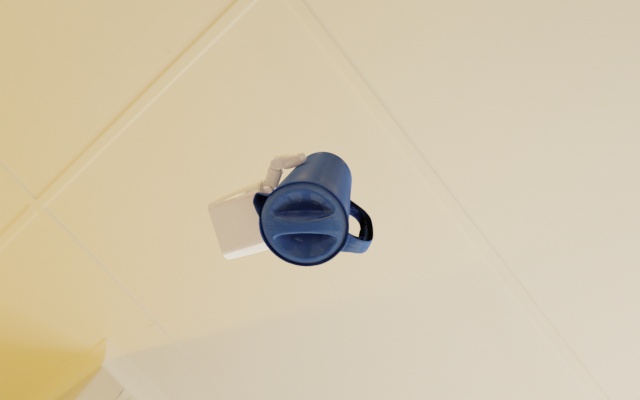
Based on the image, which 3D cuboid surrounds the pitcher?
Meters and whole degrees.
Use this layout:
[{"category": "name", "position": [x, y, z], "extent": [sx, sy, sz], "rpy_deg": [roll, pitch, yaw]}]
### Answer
[{"category": "pitcher", "position": [0.000, 0.003, 0.792], "extent": [0.145, 0.149, 0.242], "rpy_deg": [-20, 16, 15]}]
